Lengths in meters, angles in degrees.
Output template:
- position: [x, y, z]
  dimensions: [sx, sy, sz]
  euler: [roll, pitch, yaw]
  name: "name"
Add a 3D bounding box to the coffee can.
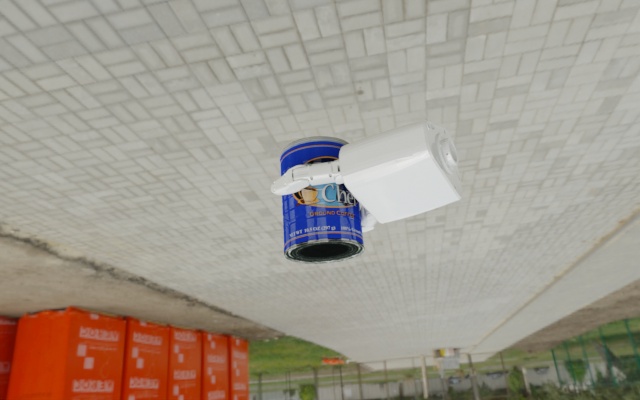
- position: [0.000, 0.002, 0.625]
  dimensions: [0.103, 0.140, 0.103]
  euler: [-4, -22, -2]
  name: "coffee can"
